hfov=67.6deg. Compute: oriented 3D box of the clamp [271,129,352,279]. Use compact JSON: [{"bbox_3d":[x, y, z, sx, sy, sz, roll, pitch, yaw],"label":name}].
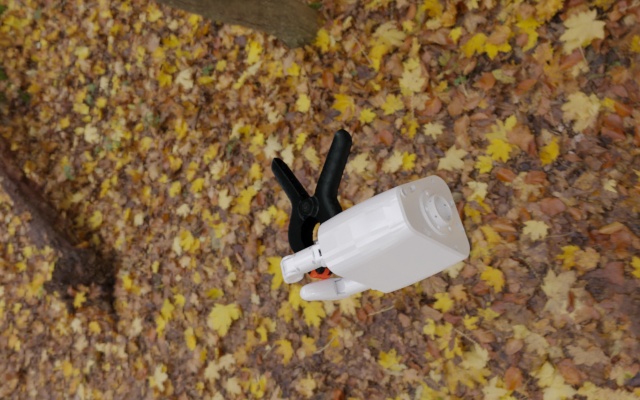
[{"bbox_3d":[0.000,0.002,0.556,0.039,0.171,0.120,8,-30,-46],"label":"clamp"}]
